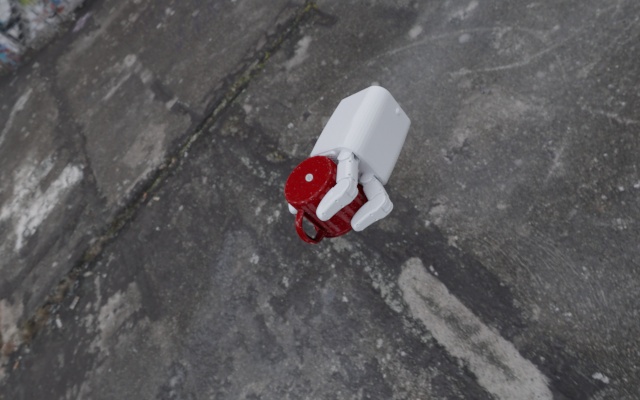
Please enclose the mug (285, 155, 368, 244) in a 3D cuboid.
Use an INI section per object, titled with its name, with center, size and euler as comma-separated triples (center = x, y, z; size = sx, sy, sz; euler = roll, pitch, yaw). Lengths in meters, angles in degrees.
[mug]
center = -0.001, 0.003, 0.649
size = 0.093, 0.117, 0.081
euler = 6, -27, 45
